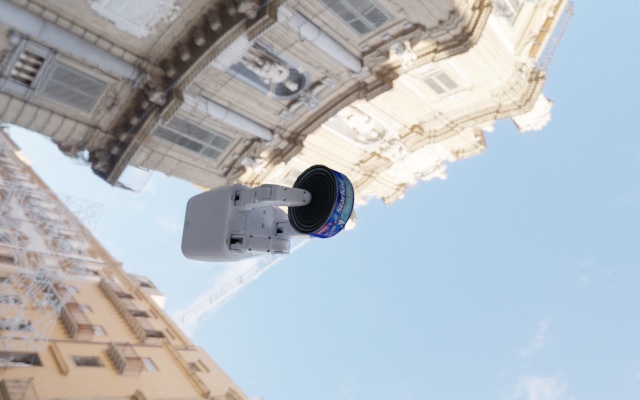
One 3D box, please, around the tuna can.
[{"bbox_3d":[0.001,0.002,0.572,0.034,0.086,0.086,19,-13,-40],"label":"tuna can"}]
